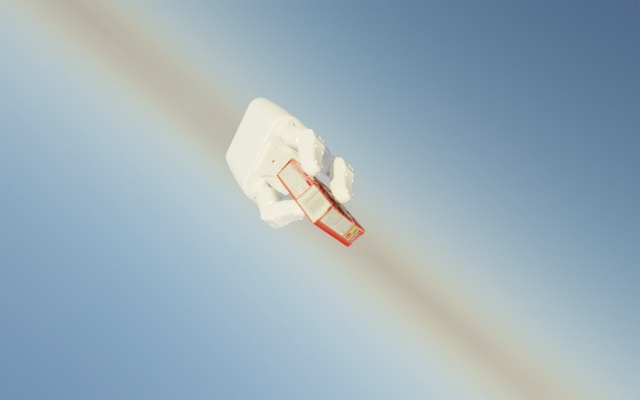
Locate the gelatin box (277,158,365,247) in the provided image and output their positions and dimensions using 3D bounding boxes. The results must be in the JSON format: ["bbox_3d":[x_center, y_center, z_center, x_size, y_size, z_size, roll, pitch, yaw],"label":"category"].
[{"bbox_3d":[0.000,0.002,0.515,0.073,0.030,0.089,38,10,-49],"label":"gelatin box"}]
